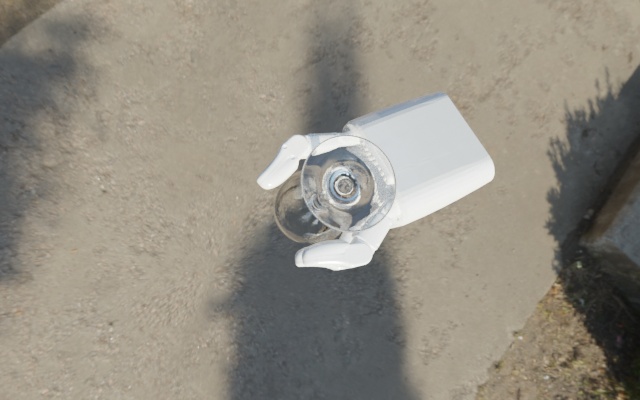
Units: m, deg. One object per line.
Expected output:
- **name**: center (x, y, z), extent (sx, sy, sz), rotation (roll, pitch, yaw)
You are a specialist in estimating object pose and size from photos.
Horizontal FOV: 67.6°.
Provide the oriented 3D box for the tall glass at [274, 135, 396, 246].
- **tall glass**: center (0.000, 0.001, 0.450), extent (0.079, 0.079, 0.201), rotation (0, -9, -13)
